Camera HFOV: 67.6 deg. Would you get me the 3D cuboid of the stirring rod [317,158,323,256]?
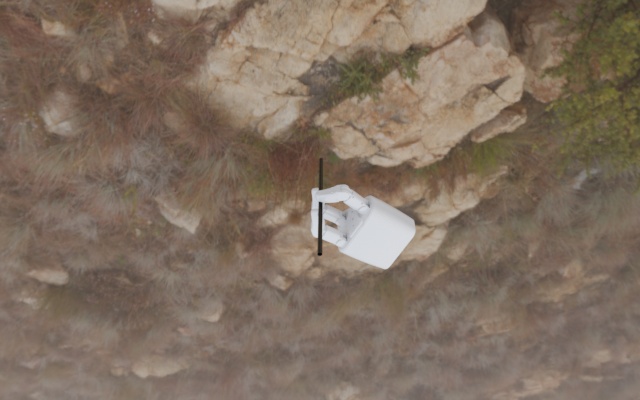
[{"bbox_3d":[0.000,0.003,0.845,0.011,0.011,0.239,0,44,1],"label":"stirring rod"}]
